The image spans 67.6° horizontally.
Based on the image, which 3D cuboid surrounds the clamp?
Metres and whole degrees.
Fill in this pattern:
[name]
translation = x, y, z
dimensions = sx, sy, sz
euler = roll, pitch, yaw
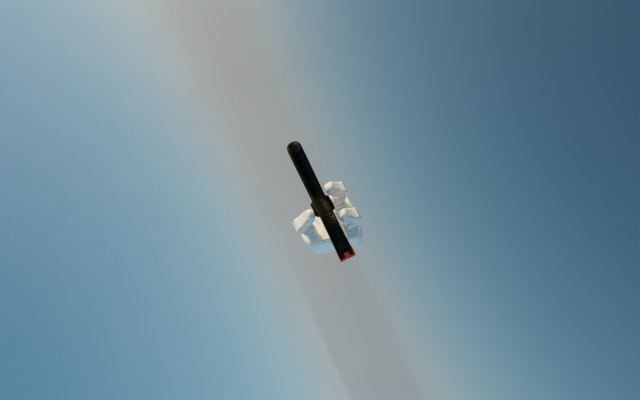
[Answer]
[clamp]
translation = 0.000, 0.004, 0.815
dimensions = 0.036, 0.210, 0.165
euler = -26, -20, 1
